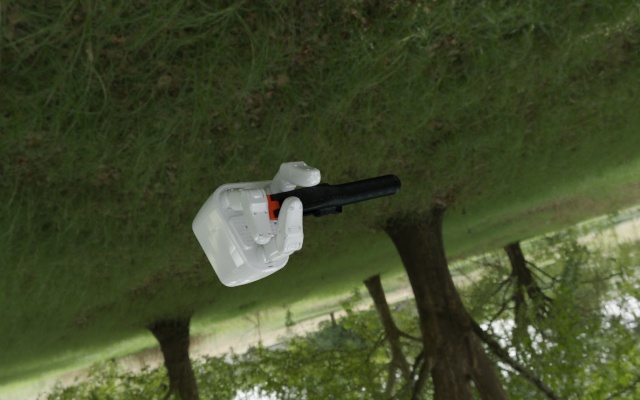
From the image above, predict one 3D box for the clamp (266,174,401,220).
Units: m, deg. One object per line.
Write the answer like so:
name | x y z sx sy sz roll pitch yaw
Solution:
clamp | 0.000 0.002 0.574 0.171 0.039 0.120 -7 -16 -33
